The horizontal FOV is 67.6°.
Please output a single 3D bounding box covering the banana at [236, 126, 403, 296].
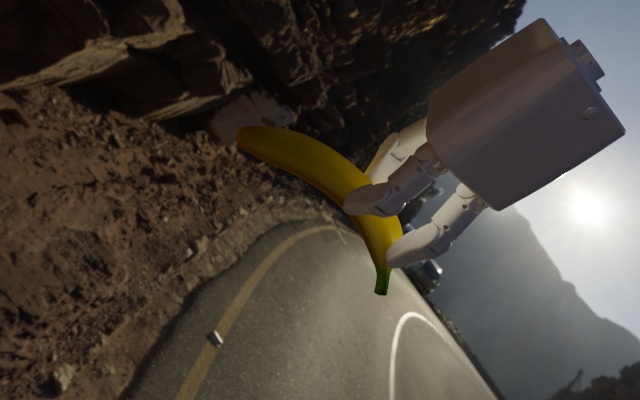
[{"bbox_3d":[0.013,-0.007,0.433,0.069,0.198,0.037,-46,5,-34],"label":"banana"}]
